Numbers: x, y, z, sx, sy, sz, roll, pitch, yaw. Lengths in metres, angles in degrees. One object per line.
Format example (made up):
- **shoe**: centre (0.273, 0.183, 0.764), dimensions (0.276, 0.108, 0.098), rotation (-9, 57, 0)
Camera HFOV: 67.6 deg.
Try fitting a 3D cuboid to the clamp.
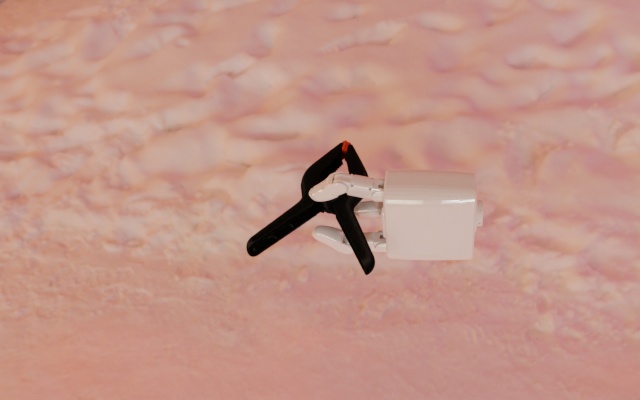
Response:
- **clamp**: centre (0.000, 0.001, 0.631), dimensions (0.164, 0.209, 0.036), rotation (2, -40, 14)
